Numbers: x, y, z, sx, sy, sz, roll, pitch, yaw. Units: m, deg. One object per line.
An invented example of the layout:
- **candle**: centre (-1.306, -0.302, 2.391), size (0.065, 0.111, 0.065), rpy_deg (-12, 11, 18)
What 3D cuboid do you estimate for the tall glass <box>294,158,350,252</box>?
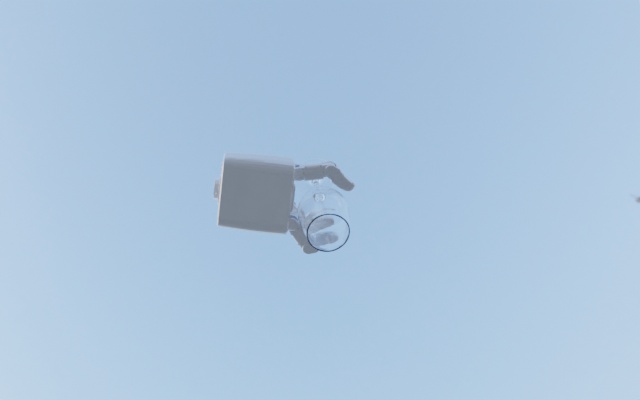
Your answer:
- **tall glass**: centre (0.000, 0.002, 0.752), size (0.079, 0.079, 0.201), rpy_deg (0, 26, -7)
